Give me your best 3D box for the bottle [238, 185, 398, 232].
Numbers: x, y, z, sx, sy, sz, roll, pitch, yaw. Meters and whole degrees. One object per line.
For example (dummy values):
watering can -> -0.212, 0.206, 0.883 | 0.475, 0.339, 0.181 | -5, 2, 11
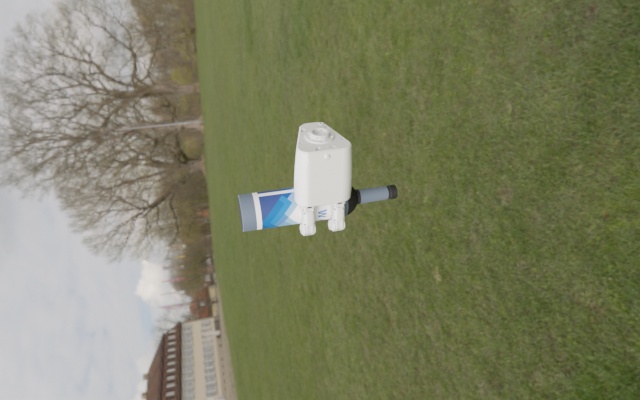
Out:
bottle -> 0.000, 0.003, 0.880 | 0.296, 0.069, 0.069 | -8, 2, -13
